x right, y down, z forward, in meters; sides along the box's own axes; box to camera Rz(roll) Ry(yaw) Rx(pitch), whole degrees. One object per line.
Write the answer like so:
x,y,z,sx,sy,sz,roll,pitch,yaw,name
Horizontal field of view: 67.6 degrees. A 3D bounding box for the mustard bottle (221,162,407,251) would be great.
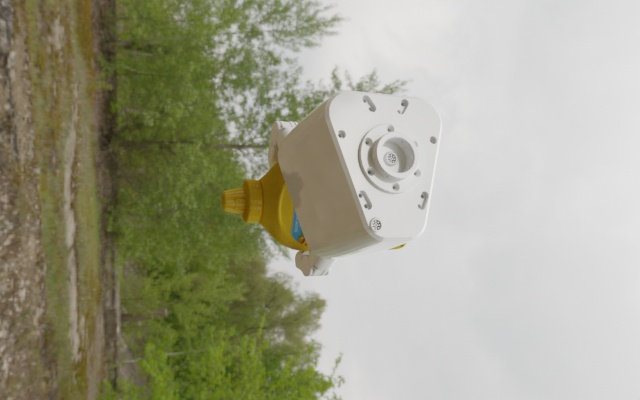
0.000,0.002,0.472,0.191,0.096,0.058,0,13,-21,mustard bottle
